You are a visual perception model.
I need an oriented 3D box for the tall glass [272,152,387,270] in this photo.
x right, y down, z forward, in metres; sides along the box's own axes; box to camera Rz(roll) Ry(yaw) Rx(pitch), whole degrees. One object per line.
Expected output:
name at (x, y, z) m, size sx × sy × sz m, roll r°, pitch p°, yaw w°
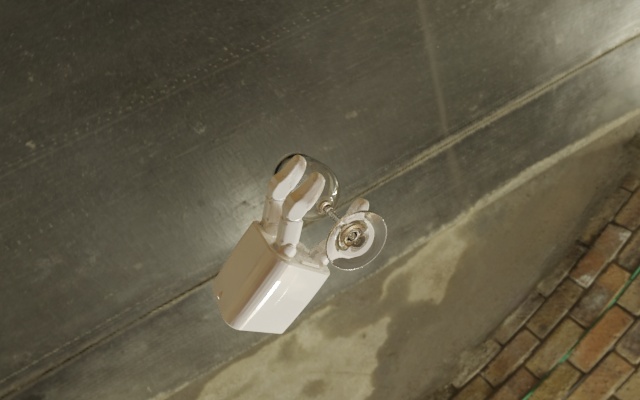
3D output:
tall glass at (0.000, 0.002, 0.595) m, size 0.079 × 0.079 × 0.201 m, roll 0°, pitch 25°, yaw -26°
